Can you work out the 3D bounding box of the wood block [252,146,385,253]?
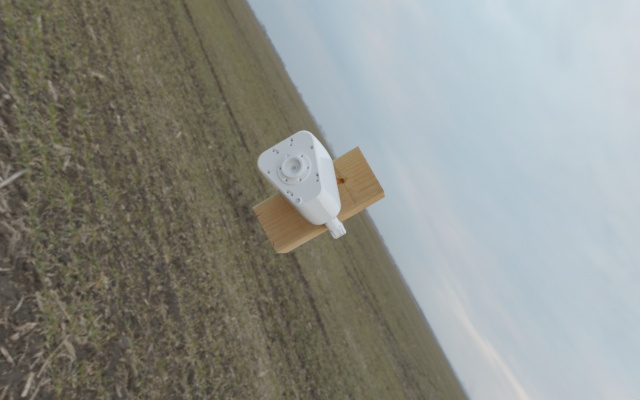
[{"bbox_3d":[0.000,0.003,0.832,0.206,0.091,0.090,-30,-9,5],"label":"wood block"}]
